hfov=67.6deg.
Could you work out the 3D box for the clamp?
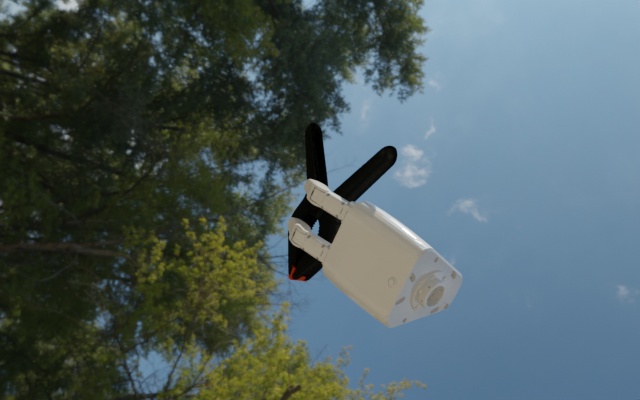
[{"bbox_3d":[0.001,0.003,0.620,0.036,0.210,0.164,15,15,-40],"label":"clamp"}]
